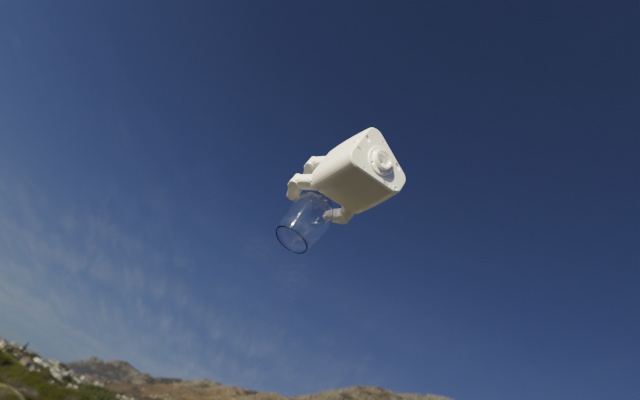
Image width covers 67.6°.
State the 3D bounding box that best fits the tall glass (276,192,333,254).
[{"bbox_3d":[0.000,0.002,0.846,0.079,0.079,0.201,0,39,40],"label":"tall glass"}]
